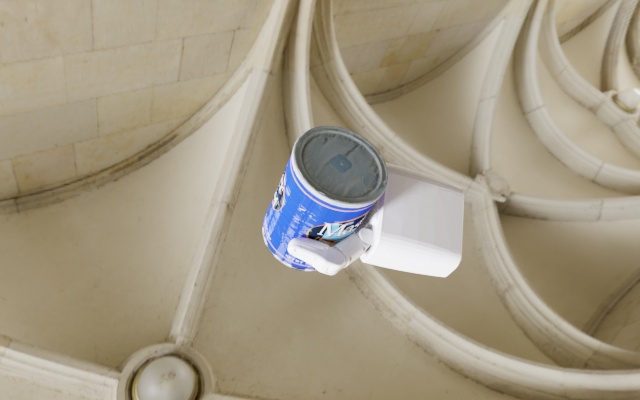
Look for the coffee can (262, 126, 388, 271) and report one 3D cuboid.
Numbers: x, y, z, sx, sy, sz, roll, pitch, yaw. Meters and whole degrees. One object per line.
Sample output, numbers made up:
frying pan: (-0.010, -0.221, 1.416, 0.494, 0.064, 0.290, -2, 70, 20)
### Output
coffee can: (0.000, 0.002, 0.534, 0.103, 0.102, 0.140, 0, -35, -22)
